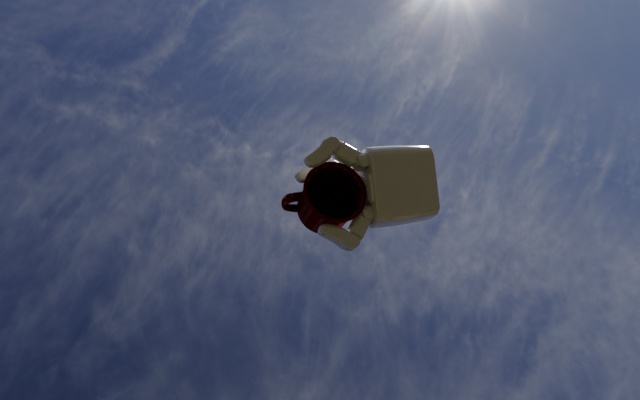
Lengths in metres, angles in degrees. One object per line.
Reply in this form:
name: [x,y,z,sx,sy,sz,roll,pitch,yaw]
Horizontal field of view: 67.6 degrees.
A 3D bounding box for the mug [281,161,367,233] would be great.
mug: [-0.001,0.003,0.703,0.117,0.093,0.081,-5,-19,-17]
